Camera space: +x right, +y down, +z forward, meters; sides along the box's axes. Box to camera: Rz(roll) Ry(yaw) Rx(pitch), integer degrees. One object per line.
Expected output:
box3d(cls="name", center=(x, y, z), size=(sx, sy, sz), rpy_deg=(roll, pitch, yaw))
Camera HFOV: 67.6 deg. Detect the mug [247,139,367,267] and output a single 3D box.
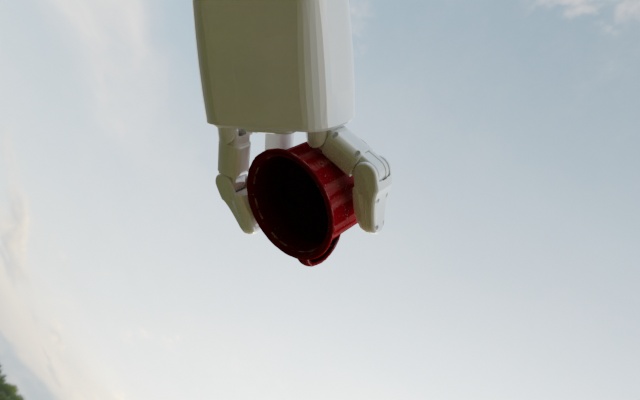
box3d(cls="mug", center=(0.000, 0.003, 0.404), size=(0.093, 0.117, 0.081), rpy_deg=(18, 33, 36))
